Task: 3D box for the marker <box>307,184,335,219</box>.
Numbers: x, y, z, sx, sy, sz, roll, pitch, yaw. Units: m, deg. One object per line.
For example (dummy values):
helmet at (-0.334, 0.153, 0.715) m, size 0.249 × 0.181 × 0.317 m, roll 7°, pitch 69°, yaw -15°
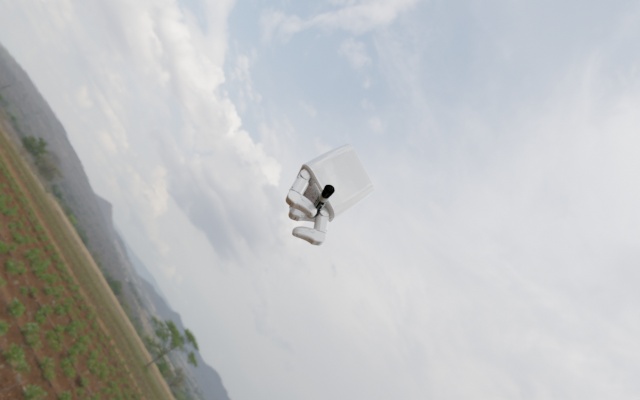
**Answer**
marker at (0.000, 0.003, 0.827) m, size 0.020 × 0.020 × 0.121 m, roll 0°, pitch -23°, yaw -17°
